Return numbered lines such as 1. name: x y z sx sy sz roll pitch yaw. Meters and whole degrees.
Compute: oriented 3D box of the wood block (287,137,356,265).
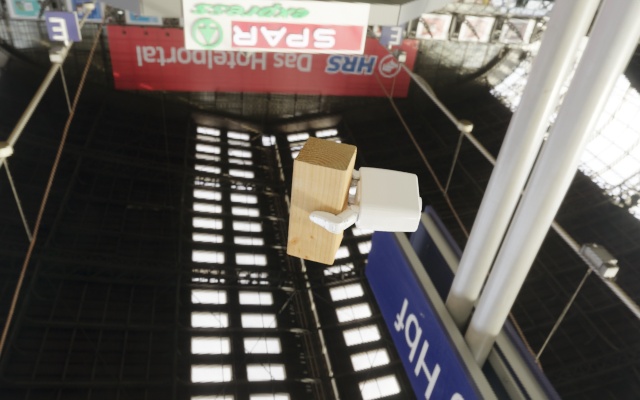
1. wood block: 0.000 0.003 0.861 0.090 0.206 0.090 13 35 9
